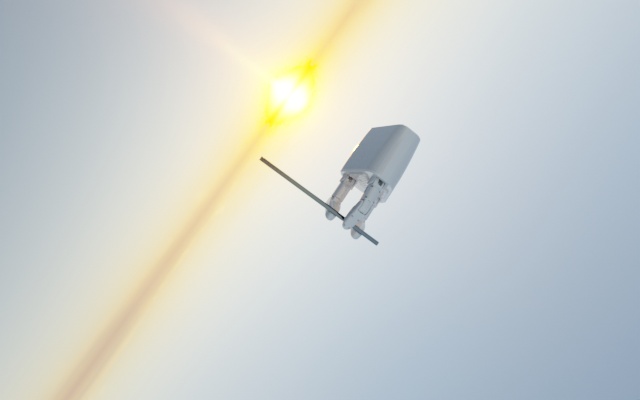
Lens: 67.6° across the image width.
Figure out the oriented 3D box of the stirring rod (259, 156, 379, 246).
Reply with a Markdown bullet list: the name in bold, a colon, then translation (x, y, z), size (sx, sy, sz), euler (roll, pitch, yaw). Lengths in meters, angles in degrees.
- **stirring rod**: translation (0.000, 0.002, 0.778), size (0.239, 0.011, 0.011), euler (36, -8, -10)
